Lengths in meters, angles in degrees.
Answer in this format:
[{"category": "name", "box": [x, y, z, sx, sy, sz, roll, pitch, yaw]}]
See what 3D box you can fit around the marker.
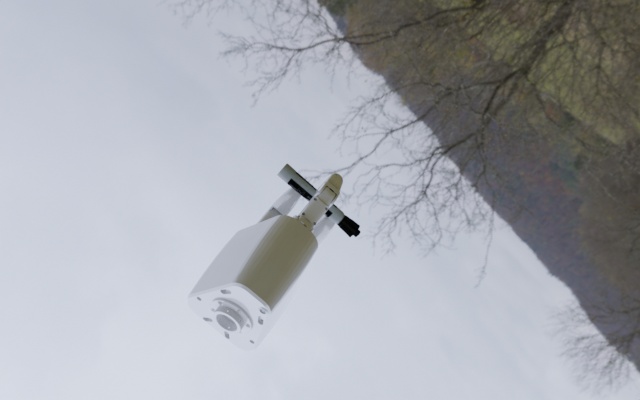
[{"category": "marker", "box": [0.000, 0.002, 0.569, 0.121, 0.020, 0.020, 41, -5, -6]}]
